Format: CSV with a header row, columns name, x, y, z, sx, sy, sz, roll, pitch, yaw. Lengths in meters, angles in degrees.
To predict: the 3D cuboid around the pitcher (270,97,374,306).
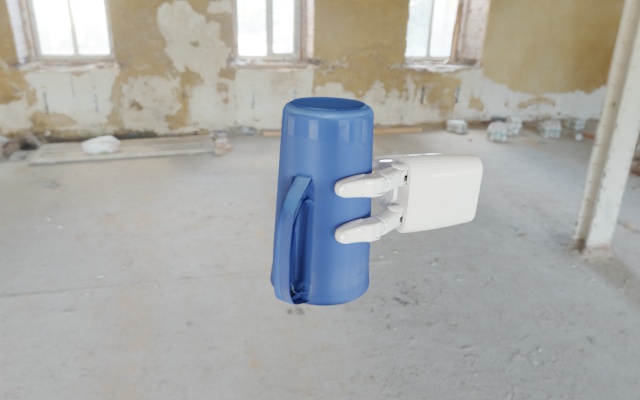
name,x,y,z,sx,sy,sz,roll,pitch,yaw
pitcher,0.000,0.002,0.593,0.145,0.243,0.149,-4,22,-17
